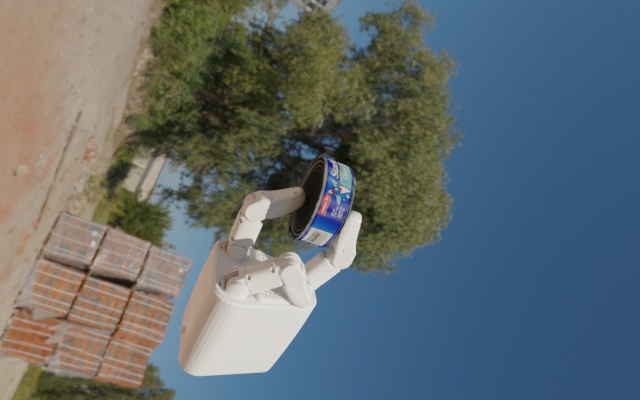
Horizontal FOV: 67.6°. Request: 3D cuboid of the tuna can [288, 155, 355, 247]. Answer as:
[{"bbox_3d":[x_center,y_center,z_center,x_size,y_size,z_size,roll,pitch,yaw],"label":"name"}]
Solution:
[{"bbox_3d":[0.001,0.002,0.465,0.034,0.086,0.086,19,-6,-17],"label":"tuna can"}]
